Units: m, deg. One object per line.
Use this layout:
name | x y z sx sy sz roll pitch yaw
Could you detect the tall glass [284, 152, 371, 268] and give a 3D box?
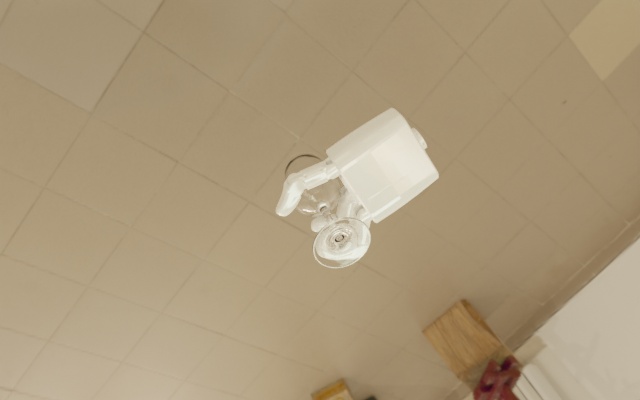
tall glass | 0.000 0.003 0.657 0.079 0.079 0.201 0 30 -18
